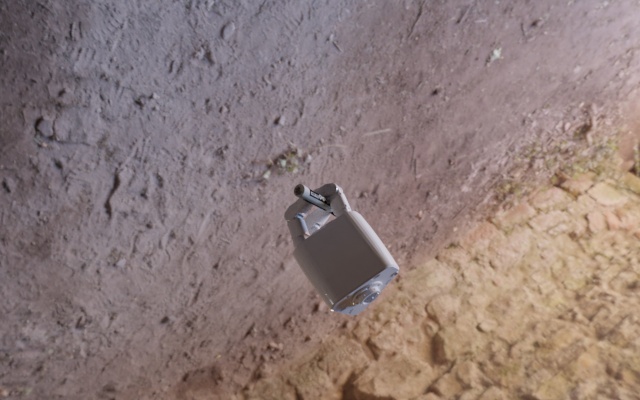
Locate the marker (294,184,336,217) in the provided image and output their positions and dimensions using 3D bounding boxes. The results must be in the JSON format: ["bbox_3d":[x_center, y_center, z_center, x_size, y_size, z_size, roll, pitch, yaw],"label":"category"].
[{"bbox_3d":[0.000,0.002,0.715,0.020,0.020,0.121,0,-16,31],"label":"marker"}]
